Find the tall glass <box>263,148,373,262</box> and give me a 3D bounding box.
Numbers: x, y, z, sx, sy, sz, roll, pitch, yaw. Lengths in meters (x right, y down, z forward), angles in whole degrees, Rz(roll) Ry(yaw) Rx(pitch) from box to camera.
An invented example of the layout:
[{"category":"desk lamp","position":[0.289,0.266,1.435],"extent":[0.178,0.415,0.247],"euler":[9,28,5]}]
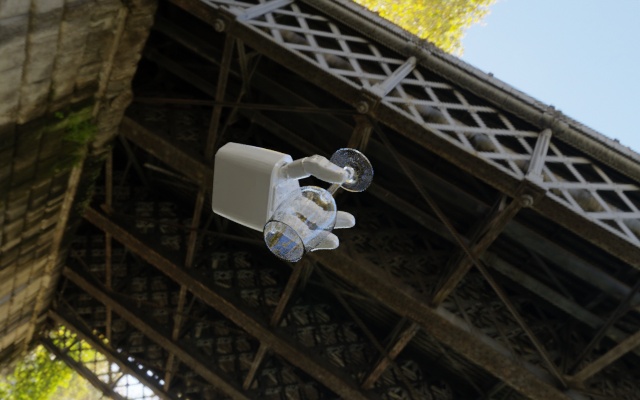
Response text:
[{"category":"tall glass","position":[0.001,0.002,0.666],"extent":[0.079,0.079,0.201],"euler":[0,30,33]}]
